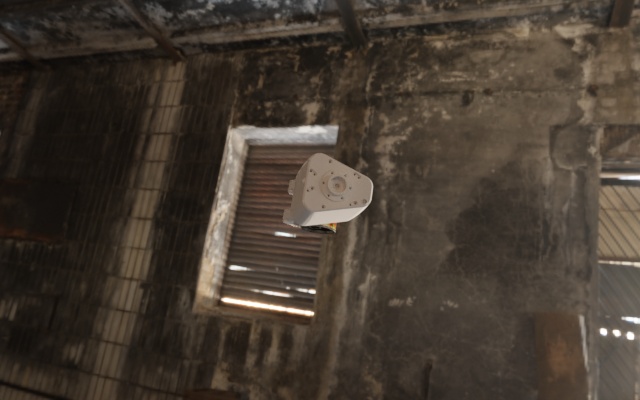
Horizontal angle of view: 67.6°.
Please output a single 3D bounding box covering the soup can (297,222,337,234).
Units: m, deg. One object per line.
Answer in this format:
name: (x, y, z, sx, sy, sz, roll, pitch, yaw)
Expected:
soup can: (0.000, 0.003, 0.853, 0.068, 0.102, 0.068, 8, -14, 2)
